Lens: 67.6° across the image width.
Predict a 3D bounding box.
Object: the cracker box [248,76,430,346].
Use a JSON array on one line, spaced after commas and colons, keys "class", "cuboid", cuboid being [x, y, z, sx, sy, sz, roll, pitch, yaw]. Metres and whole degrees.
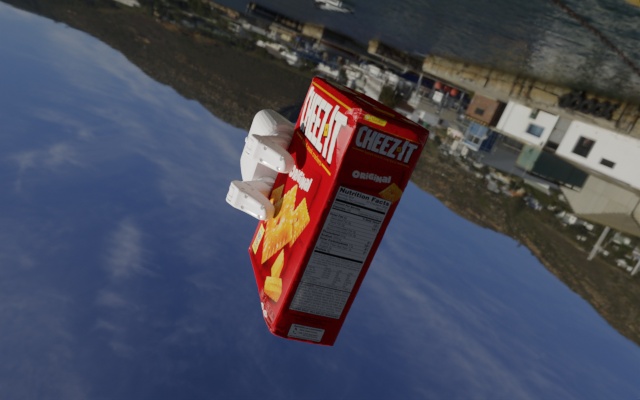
[{"class": "cracker box", "cuboid": [0.000, 0.002, 0.464, 0.072, 0.214, 0.164, 15, 18, -21]}]
